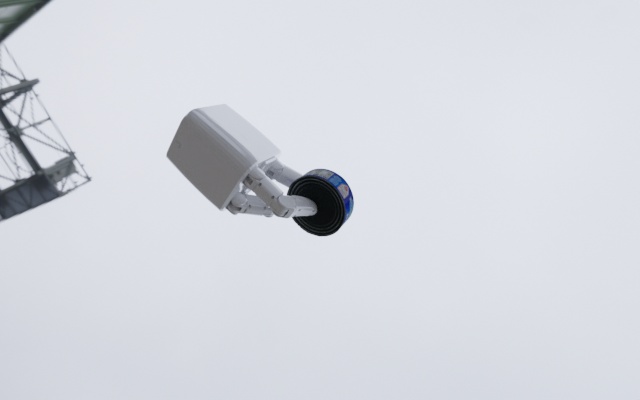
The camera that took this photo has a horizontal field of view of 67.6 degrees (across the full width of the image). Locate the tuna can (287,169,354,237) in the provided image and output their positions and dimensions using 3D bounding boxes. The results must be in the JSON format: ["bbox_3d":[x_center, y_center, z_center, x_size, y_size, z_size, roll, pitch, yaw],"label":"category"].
[{"bbox_3d":[0.000,0.002,0.628,0.086,0.086,0.033,0,23,30],"label":"tuna can"}]
